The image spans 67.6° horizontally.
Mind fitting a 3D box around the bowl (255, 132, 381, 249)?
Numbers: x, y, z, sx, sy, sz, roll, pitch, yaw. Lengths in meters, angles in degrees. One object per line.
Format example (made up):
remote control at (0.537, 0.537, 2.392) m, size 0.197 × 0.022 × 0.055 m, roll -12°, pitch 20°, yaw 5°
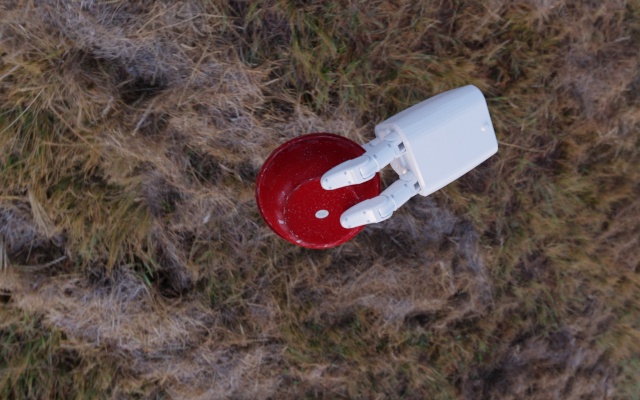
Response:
bowl at (-0.001, 0.003, 0.585) m, size 0.162 × 0.162 × 0.055 m, roll 0°, pitch 27°, yaw -6°
